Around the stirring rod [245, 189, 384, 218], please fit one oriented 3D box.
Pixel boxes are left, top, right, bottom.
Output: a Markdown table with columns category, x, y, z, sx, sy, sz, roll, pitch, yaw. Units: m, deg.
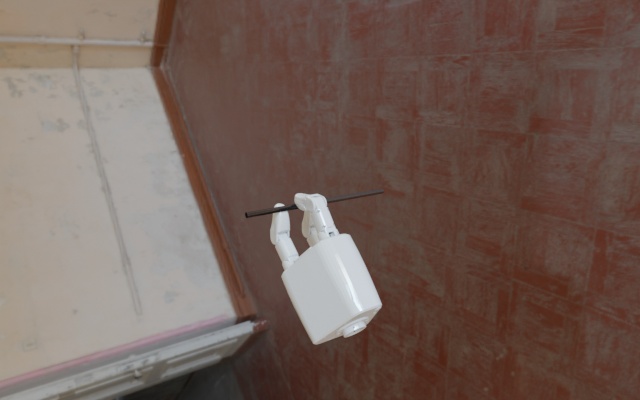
| category | x | y | z | sx | sy | sz | roll | pitch | yaw |
| --- | --- | --- | --- | --- | --- | --- | --- | --- | --- |
| stirring rod | 0.000 | 0.002 | 0.705 | 0.239 | 0.011 | 0.011 | -10 | 5 | -33 |
